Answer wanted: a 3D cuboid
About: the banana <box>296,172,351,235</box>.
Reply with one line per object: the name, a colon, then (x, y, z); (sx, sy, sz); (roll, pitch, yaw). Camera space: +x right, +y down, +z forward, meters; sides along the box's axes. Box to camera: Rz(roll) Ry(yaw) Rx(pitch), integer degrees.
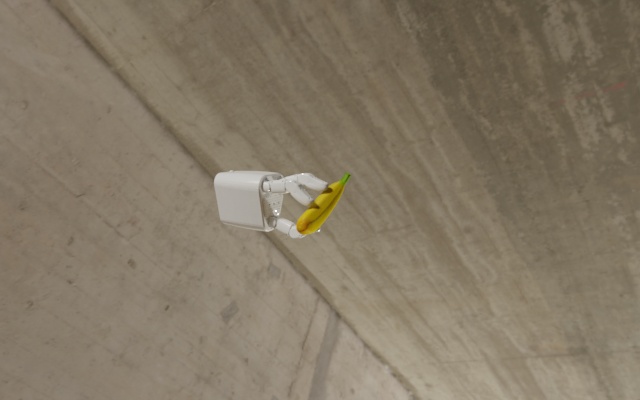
banana: (-0.003, 0.015, 0.866); (0.037, 0.070, 0.197); (26, 39, 10)
